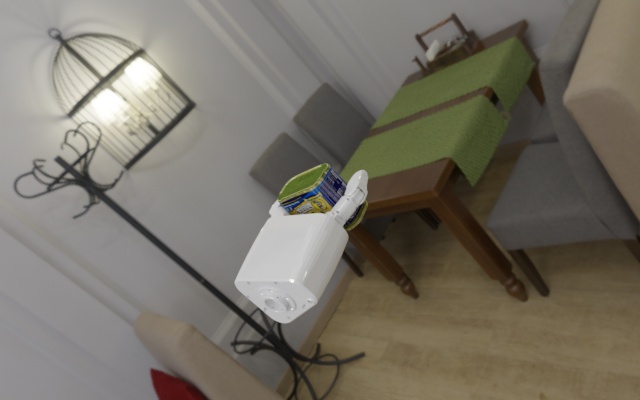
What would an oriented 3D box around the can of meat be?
[{"bbox_3d":[0.000,0.002,0.670,0.084,0.057,0.102,46,-40,-21],"label":"can of meat"}]
